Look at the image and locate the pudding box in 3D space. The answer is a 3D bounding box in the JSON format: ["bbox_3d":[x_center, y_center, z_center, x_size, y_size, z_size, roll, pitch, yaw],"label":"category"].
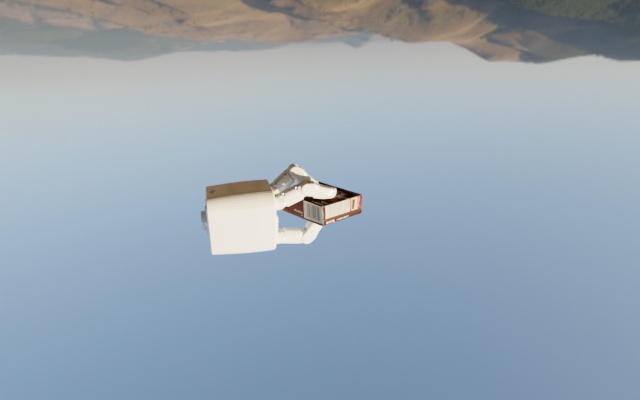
[{"bbox_3d":[0.000,0.003,0.805,0.090,0.039,0.113,-18,27,-38],"label":"pudding box"}]
